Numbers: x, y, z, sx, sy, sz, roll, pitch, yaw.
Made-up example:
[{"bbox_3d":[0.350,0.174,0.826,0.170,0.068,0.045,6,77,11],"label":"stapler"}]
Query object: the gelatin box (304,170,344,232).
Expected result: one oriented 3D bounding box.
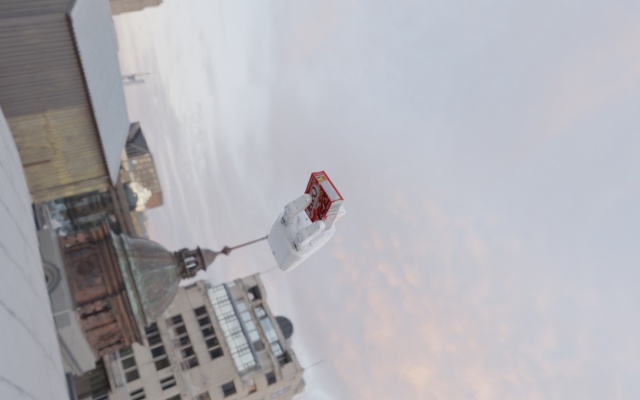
[{"bbox_3d":[0.001,0.002,0.856,0.030,0.073,0.089,-14,-34,-31],"label":"gelatin box"}]
